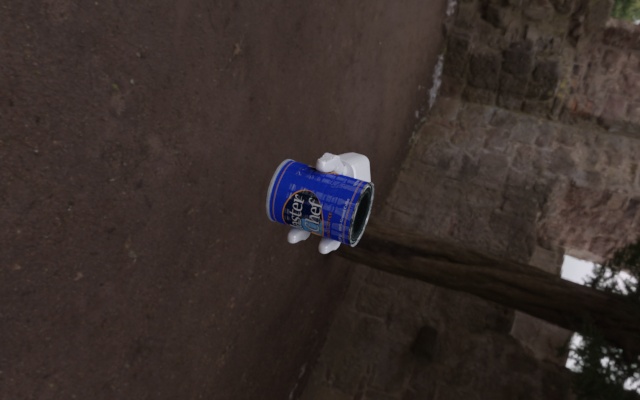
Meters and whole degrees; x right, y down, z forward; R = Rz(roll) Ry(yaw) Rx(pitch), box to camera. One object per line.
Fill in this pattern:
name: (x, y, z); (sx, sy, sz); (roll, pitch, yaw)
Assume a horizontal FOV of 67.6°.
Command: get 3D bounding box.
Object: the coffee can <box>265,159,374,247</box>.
coffee can: (0.000, 0.002, 0.742); (0.140, 0.103, 0.103); (17, 5, 17)
